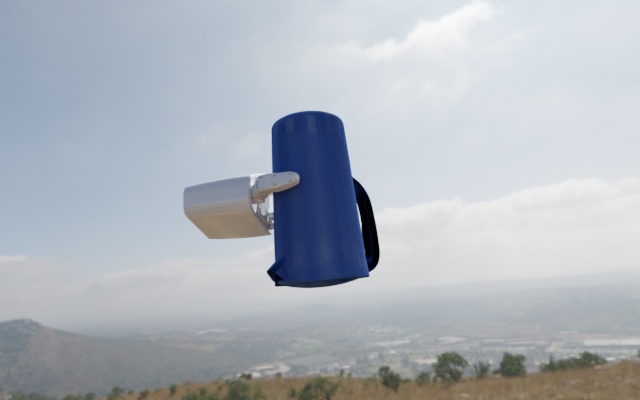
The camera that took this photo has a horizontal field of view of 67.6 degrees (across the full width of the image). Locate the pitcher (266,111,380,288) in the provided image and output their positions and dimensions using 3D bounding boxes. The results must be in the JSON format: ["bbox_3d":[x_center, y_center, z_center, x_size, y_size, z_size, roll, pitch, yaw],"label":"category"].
[{"bbox_3d":[0.000,0.002,0.691,0.145,0.242,0.149,-7,-11,11],"label":"pitcher"}]
